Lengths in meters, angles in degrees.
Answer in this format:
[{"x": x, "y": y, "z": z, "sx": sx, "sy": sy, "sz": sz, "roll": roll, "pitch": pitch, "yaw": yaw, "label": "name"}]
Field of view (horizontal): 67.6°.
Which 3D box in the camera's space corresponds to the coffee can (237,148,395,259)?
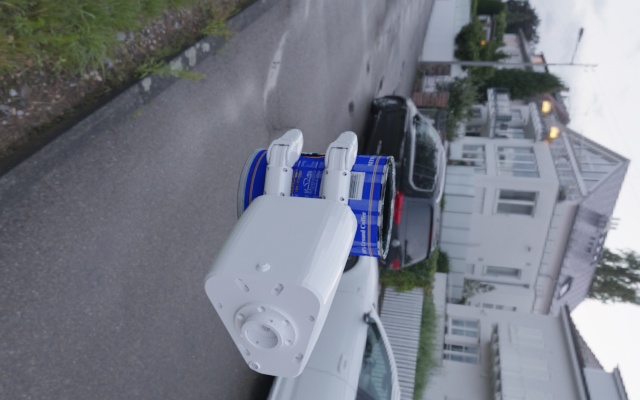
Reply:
[{"x": 0.000, "y": 0.002, "z": 0.488, "sx": 0.140, "sy": 0.103, "sz": 0.103, "roll": 5, "pitch": 1, "yaw": 14, "label": "coffee can"}]
